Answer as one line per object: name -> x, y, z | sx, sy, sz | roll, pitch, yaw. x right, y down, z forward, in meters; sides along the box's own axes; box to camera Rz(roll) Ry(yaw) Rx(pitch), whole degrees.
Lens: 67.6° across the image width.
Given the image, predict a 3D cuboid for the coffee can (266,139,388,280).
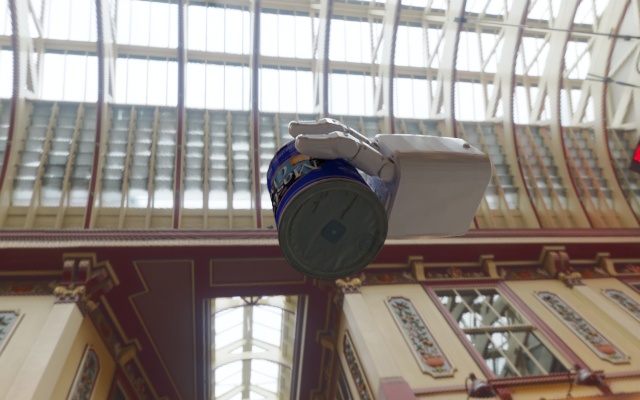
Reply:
coffee can -> 0.000, 0.002, 0.495 | 0.103, 0.103, 0.140 | 0, 24, -11
